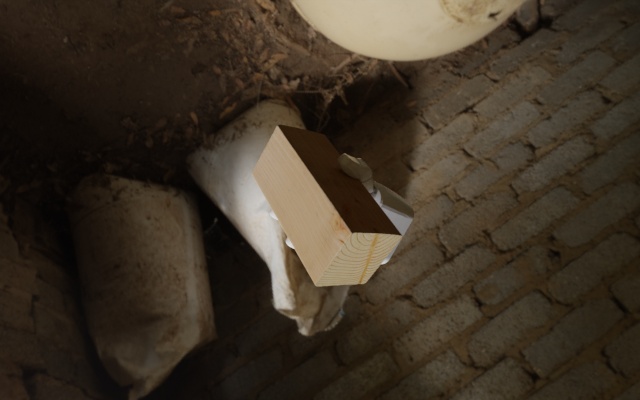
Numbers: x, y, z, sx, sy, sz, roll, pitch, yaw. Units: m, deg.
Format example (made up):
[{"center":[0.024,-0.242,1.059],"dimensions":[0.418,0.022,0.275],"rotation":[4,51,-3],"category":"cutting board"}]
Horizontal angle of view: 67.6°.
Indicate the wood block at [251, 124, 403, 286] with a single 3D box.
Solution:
[{"center":[0.001,0.002,0.625],"dimensions":[0.090,0.091,0.206],"rotation":[6,38,-42],"category":"wood block"}]
